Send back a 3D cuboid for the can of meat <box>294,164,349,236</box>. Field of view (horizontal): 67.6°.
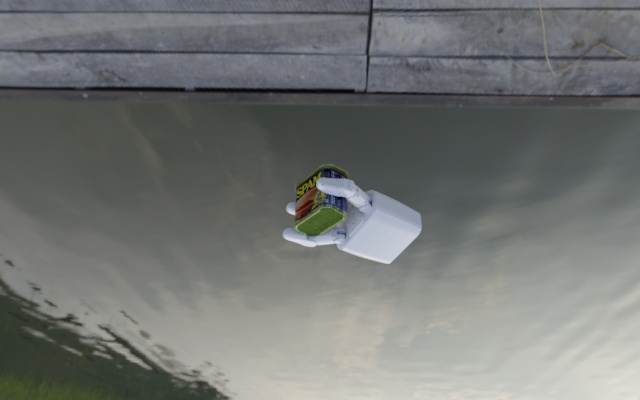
[{"bbox_3d":[0.000,0.003,0.789,0.057,0.084,0.102,25,-40,-29],"label":"can of meat"}]
